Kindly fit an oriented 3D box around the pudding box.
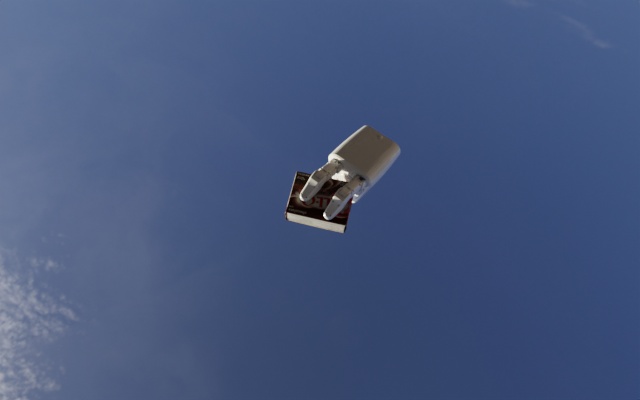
[{"bbox_3d":[0.000,0.003,0.866,0.113,0.090,0.039,11,-31,4],"label":"pudding box"}]
